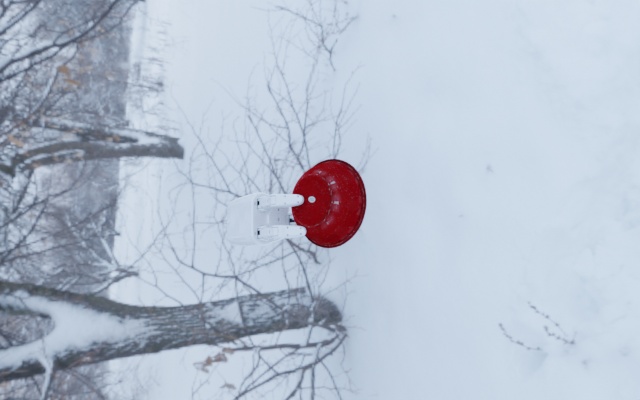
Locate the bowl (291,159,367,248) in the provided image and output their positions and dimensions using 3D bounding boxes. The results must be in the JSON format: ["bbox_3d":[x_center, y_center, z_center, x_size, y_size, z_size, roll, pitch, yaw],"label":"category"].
[{"bbox_3d":[0.001,0.002,0.838,0.162,0.162,0.055,0,-5,39],"label":"bowl"}]
